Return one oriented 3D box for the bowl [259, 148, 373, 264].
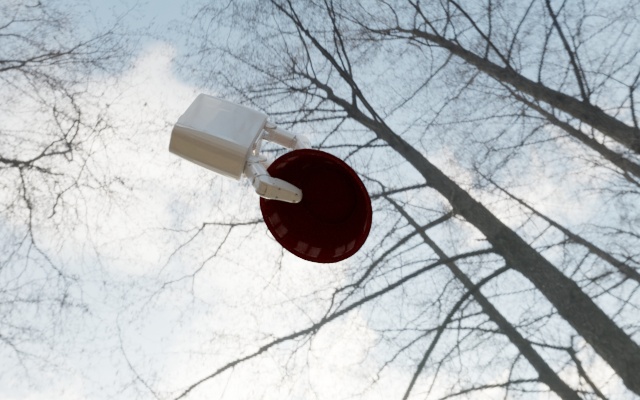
[{"bbox_3d":[0.001,0.003,0.646,0.162,0.162,0.055,0,20,24],"label":"bowl"}]
